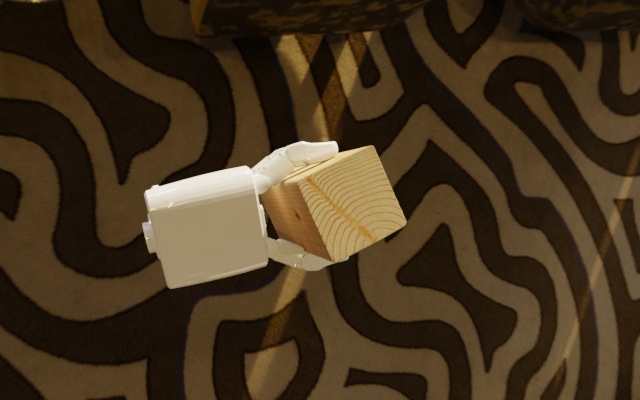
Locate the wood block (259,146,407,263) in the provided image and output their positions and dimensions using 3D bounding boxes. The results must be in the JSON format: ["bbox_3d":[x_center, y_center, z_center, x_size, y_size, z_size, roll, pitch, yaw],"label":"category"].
[{"bbox_3d":[0.000,0.002,0.560,0.090,0.091,0.206,-27,9,-16],"label":"wood block"}]
